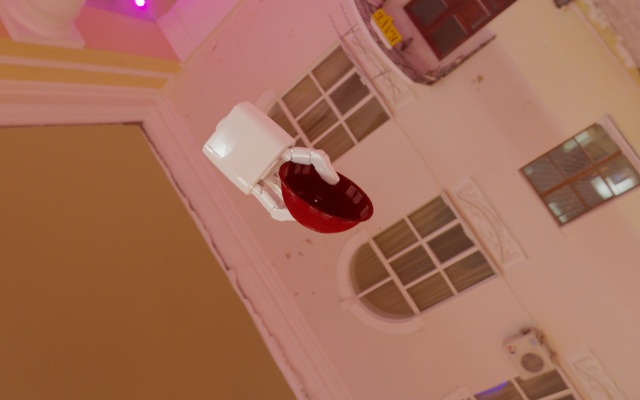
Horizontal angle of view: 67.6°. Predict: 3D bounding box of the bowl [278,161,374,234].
[{"bbox_3d":[0.001,0.004,0.749,0.162,0.055,0.162,21,26,-11],"label":"bowl"}]
